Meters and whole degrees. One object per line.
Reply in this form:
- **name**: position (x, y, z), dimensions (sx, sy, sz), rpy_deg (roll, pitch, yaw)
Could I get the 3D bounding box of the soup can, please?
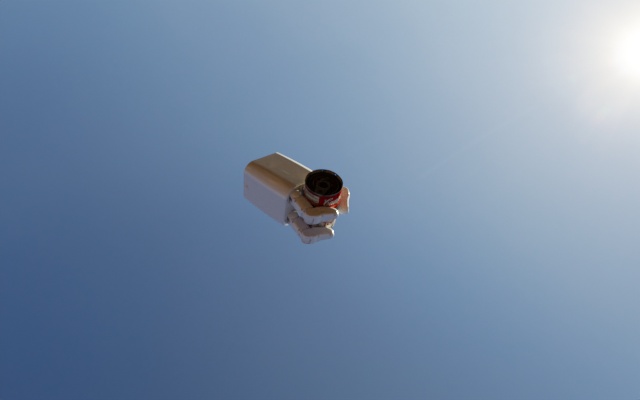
- **soup can**: position (0.001, 0.003, 0.872), dimensions (0.068, 0.068, 0.102), rpy_deg (0, -44, -10)
